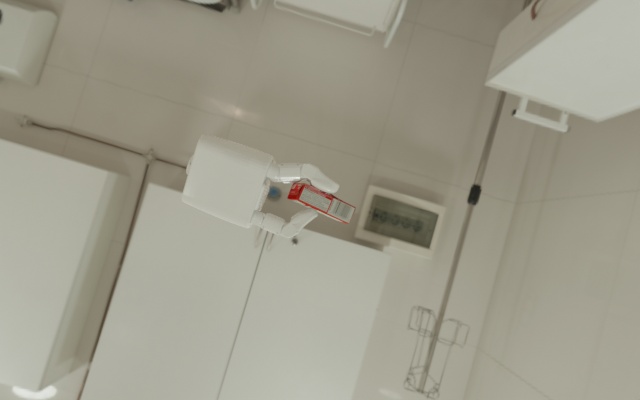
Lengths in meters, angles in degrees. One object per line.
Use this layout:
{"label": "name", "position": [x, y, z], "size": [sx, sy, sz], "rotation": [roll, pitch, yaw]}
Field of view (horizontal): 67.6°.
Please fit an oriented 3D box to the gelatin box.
{"label": "gelatin box", "position": [0.000, 0.003, 0.717], "size": [0.089, 0.030, 0.073], "rotation": [25, -4, -13]}
